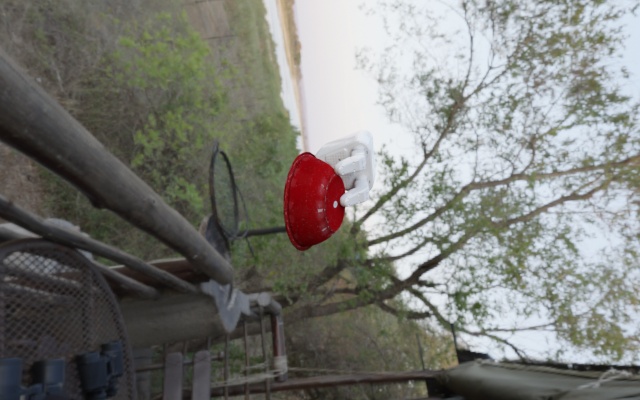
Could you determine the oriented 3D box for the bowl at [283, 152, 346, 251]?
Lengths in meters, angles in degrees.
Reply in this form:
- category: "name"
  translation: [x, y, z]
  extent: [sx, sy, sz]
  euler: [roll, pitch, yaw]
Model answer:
- category: "bowl"
  translation: [0.000, 0.003, 0.767]
  extent: [0.055, 0.162, 0.162]
  euler: [3, 1, 23]
